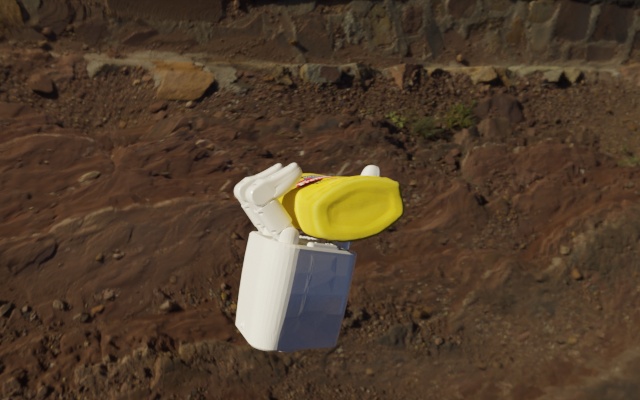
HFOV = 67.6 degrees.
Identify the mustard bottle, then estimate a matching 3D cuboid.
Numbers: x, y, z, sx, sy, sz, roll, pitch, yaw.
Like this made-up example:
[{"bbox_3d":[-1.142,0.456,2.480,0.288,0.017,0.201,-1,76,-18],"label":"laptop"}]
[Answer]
[{"bbox_3d":[0.000,0.001,0.512,0.096,0.058,0.191,-15,10,-21],"label":"mustard bottle"}]
